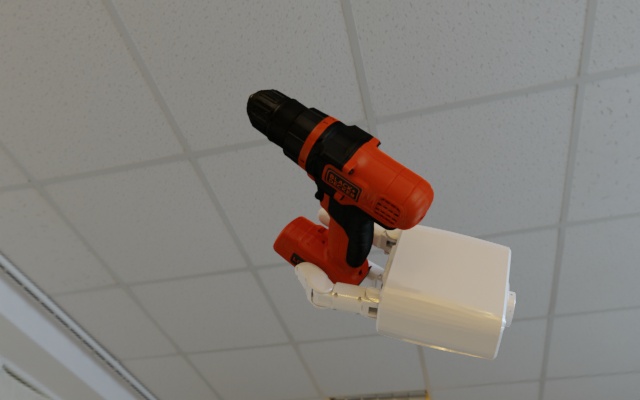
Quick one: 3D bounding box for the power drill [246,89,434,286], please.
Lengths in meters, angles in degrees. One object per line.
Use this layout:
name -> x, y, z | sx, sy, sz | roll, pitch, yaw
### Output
power drill -> 0.000, 0.002, 0.458 | 0.184, 0.188, 0.057 | 36, 56, 16
